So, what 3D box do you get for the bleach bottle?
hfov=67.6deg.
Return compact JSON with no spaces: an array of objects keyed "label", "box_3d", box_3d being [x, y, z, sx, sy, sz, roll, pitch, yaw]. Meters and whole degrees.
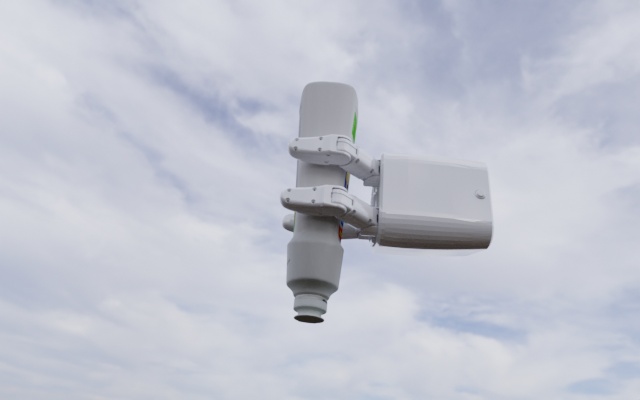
[{"label":"bleach bottle","box_3d":[0.000,0.002,0.497,0.068,0.250,0.103,4,-28,3]}]
